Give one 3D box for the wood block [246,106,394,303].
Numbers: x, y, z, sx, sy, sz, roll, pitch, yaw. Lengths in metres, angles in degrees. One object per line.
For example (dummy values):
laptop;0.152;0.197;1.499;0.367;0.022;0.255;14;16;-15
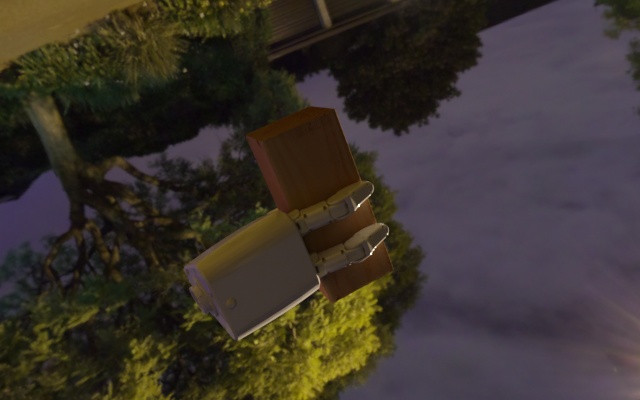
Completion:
wood block;0.000;0.002;0.568;0.090;0.206;0.091;-27;20;-13
